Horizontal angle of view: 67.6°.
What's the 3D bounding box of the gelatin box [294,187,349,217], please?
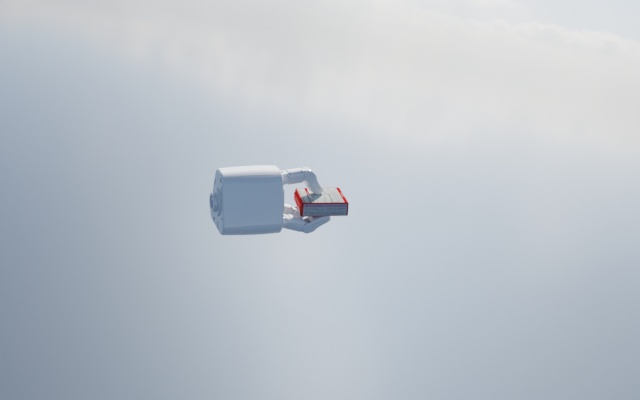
[{"bbox_3d":[0.001,0.002,0.881,0.089,0.030,0.073,-1,24,-12],"label":"gelatin box"}]
